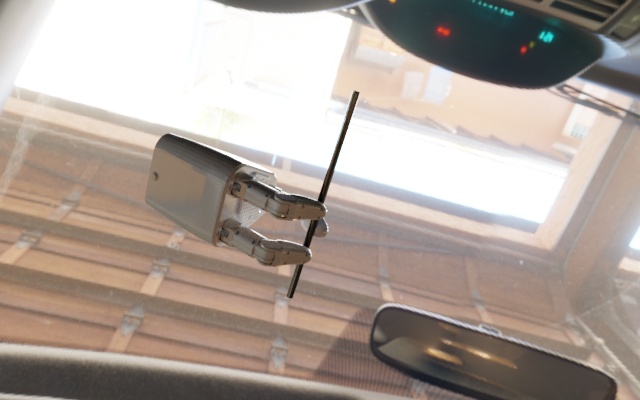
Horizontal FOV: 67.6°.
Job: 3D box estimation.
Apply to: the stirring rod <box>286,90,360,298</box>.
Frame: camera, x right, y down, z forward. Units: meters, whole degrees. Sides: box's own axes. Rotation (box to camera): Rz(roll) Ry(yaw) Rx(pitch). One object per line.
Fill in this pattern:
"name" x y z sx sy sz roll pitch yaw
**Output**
"stirring rod" 0.000 0.002 0.505 0.011 0.240 0.011 16 20 -6
